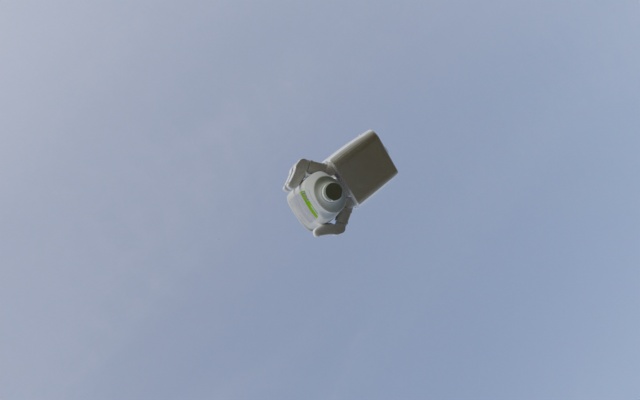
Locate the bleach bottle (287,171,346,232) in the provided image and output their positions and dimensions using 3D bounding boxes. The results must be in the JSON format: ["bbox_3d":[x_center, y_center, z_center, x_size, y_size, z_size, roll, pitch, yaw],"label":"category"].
[{"bbox_3d":[0.000,0.003,0.868,0.068,0.102,0.251,-37,4,-12],"label":"bleach bottle"}]
